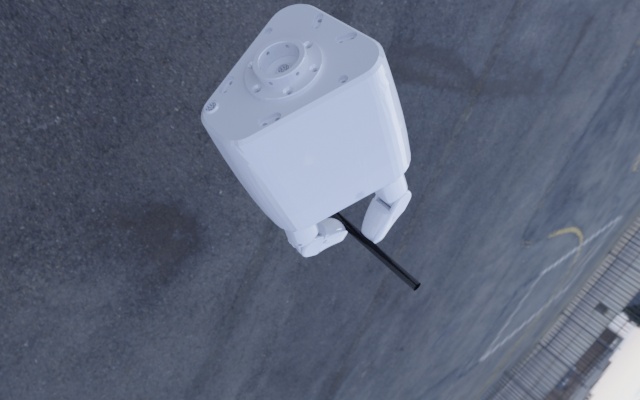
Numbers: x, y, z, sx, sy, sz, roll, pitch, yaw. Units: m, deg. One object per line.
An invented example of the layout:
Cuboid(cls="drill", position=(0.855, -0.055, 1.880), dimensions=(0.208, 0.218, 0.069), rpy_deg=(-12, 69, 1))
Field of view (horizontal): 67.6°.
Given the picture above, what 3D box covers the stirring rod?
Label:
Cuboid(cls="stirring rod", position=(0.000, 0.001, 0.443), dimensions=(0.239, 0.011, 0.011), rpy_deg=(41, 25, 32))
